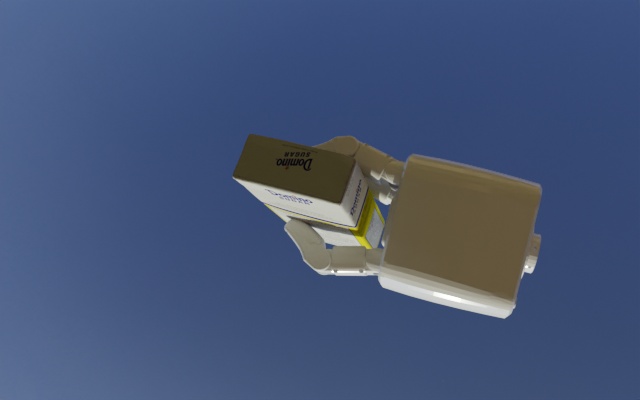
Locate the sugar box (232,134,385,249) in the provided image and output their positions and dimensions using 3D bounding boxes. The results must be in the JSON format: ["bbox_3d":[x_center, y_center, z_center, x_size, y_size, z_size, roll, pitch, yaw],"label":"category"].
[{"bbox_3d":[0.000,0.001,0.436,0.093,0.048,0.176,15,-16,18],"label":"sugar box"}]
